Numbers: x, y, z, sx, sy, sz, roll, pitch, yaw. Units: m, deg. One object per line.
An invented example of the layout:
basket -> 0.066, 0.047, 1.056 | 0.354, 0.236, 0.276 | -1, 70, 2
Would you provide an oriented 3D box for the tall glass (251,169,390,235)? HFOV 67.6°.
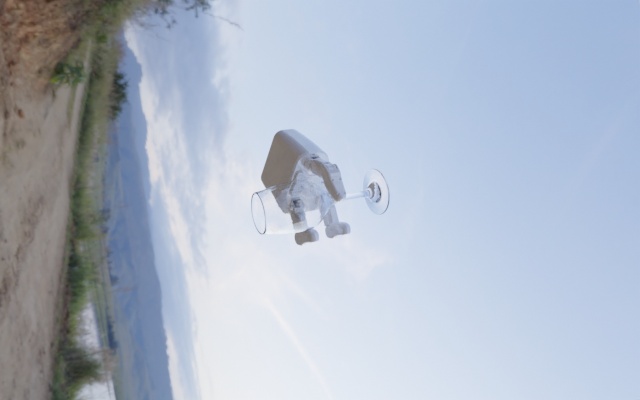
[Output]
tall glass -> 0.001, 0.002, 0.719 | 0.201, 0.079, 0.079 | -11, 4, -25
